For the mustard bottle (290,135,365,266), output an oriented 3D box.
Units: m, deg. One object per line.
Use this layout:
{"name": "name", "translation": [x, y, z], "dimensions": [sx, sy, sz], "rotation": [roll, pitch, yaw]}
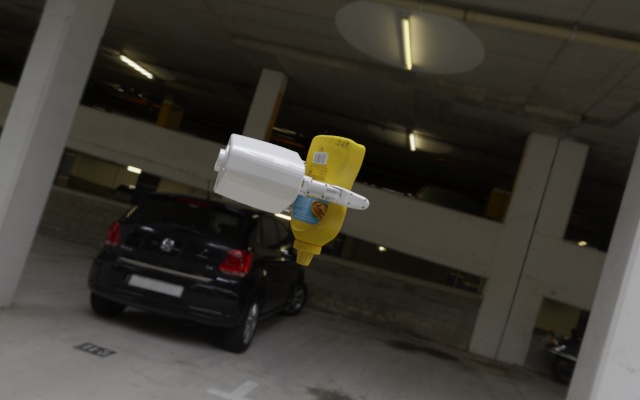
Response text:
{"name": "mustard bottle", "translation": [0.000, 0.002, 0.707], "dimensions": [0.058, 0.191, 0.096], "rotation": [19, -3, -40]}
